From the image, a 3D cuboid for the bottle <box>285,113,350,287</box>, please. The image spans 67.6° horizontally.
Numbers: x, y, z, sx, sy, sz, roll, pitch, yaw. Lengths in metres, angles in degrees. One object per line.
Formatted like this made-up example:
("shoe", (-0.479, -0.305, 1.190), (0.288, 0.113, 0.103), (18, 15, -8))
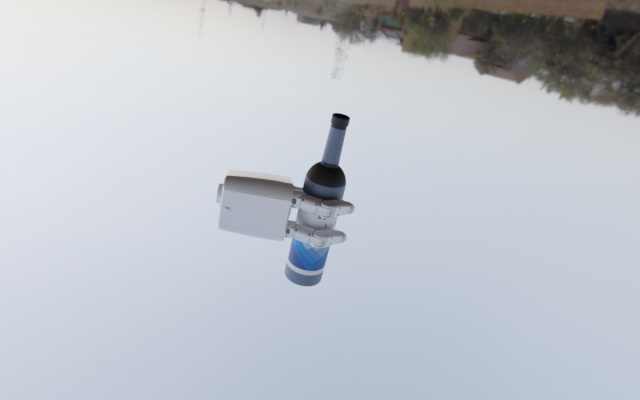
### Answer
("bottle", (0.000, 0.003, 0.774), (0.069, 0.296, 0.069), (11, 27, -5))
